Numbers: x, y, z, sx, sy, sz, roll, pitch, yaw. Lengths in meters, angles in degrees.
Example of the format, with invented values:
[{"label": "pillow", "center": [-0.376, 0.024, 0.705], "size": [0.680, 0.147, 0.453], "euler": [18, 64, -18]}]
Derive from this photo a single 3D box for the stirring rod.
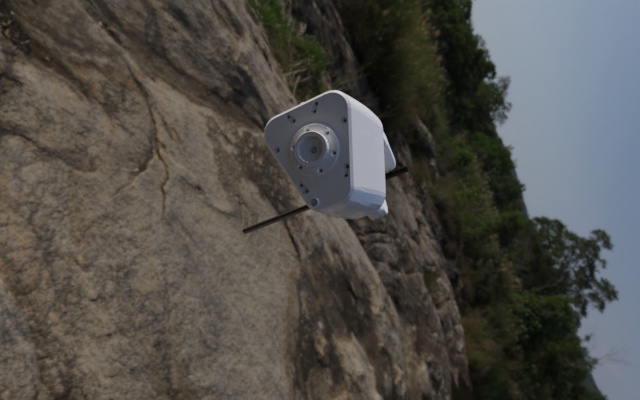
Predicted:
[{"label": "stirring rod", "center": [0.000, 0.002, 0.625], "size": [0.239, 0.011, 0.011], "euler": [-21, -7, 19]}]
